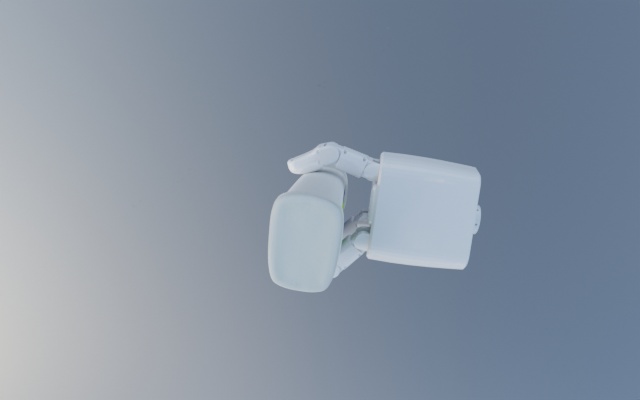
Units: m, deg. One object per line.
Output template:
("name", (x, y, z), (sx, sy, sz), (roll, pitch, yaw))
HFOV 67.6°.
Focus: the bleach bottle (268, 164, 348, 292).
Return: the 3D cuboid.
("bleach bottle", (0.000, 0.002, 0.552), (0.068, 0.103, 0.250), (9, 21, 5))
